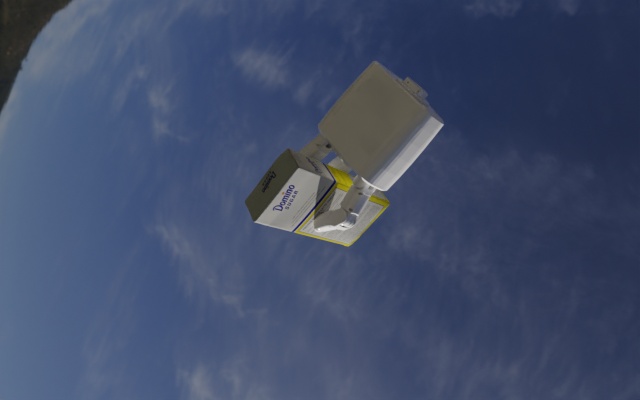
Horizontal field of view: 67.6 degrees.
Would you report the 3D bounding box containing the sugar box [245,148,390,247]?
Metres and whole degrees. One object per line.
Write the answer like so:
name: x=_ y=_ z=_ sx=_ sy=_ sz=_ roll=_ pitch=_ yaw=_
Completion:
sugar box: x=0.000 y=0.002 z=0.618 sx=0.176 sy=0.093 sz=0.048 roll=21 pitch=28 yaw=-42
